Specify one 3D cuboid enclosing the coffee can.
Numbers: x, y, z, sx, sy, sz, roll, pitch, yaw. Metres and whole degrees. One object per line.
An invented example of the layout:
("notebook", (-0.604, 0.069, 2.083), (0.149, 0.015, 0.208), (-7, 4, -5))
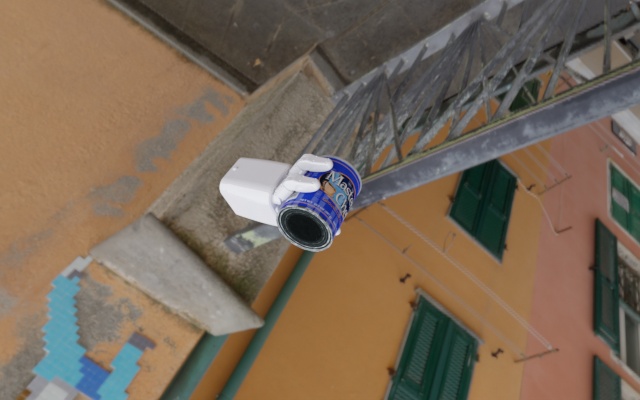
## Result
("coffee can", (0.000, 0.003, 0.826), (0.103, 0.103, 0.140), (0, 40, 31))
